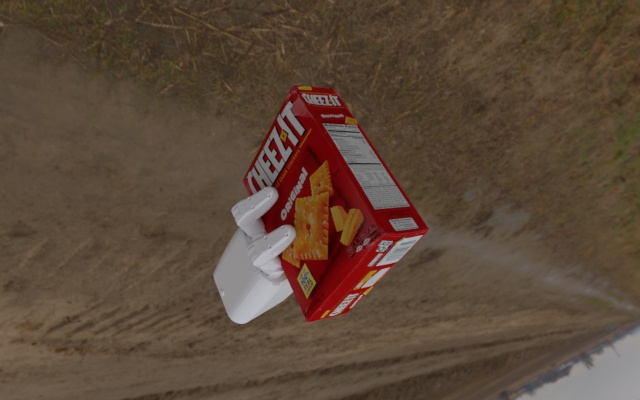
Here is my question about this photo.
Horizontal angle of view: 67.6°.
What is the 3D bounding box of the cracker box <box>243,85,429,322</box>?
[{"bbox_3d":[0.000,0.002,0.543,0.072,0.213,0.164,-3,-38,-39],"label":"cracker box"}]
